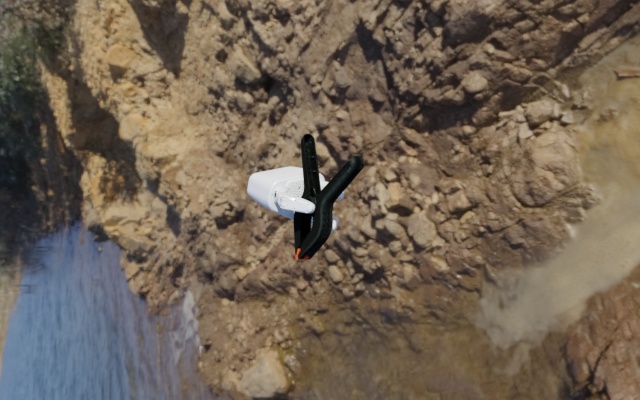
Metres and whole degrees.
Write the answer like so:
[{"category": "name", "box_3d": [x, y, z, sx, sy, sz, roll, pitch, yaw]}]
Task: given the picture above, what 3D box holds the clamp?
[{"category": "clamp", "box_3d": [-0.001, 0.003, 0.779, 0.036, 0.210, 0.164, 5, 9, -34]}]
